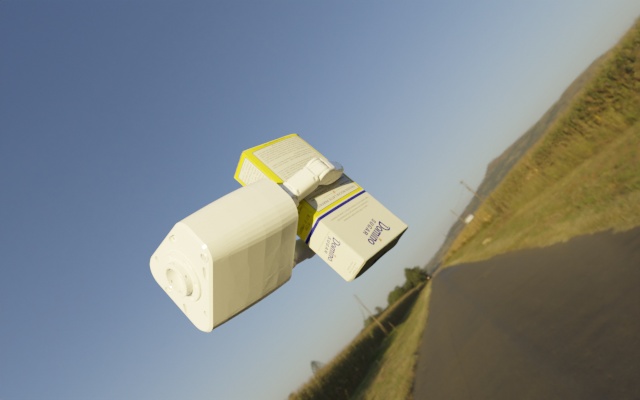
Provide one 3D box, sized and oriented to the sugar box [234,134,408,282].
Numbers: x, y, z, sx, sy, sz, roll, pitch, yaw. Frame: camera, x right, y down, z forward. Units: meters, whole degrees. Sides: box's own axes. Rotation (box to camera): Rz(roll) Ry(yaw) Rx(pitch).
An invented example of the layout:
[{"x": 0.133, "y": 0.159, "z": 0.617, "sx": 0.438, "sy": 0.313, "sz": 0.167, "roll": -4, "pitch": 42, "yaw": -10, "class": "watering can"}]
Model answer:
[{"x": 0.000, "y": 0.002, "z": 0.523, "sx": 0.176, "sy": 0.048, "sz": 0.093, "roll": 44, "pitch": 41, "yaw": 16, "class": "sugar box"}]
